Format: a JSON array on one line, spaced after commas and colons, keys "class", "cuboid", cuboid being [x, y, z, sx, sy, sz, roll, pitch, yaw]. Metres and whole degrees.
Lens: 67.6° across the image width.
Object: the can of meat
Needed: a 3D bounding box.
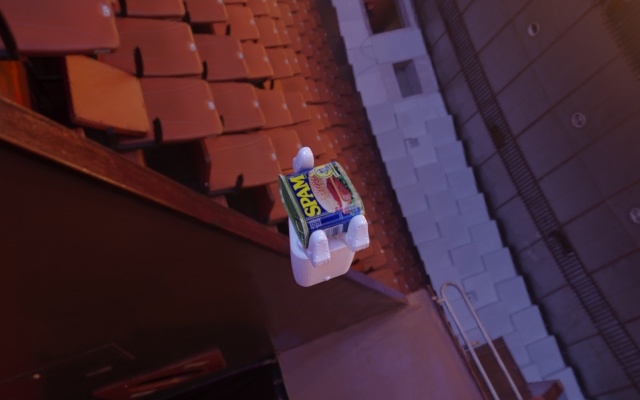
[{"class": "can of meat", "cuboid": [0.000, 0.002, 0.631, 0.084, 0.102, 0.057, -17, -35, -14]}]
